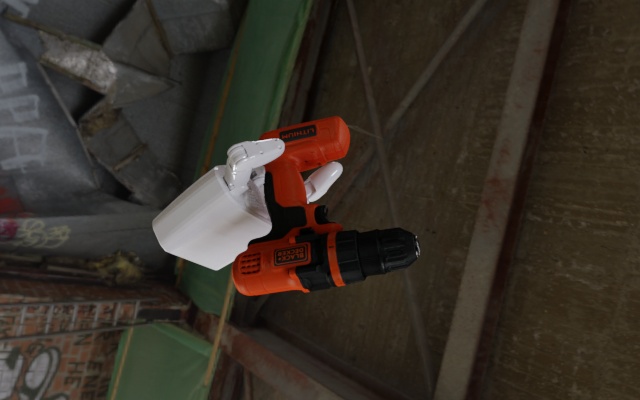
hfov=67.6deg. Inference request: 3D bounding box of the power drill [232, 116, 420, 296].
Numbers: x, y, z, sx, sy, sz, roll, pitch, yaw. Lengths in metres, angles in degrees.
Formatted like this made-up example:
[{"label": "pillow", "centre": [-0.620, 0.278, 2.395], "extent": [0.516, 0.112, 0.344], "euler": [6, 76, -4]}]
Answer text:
[{"label": "power drill", "centre": [0.000, 0.001, 0.497], "extent": [0.184, 0.187, 0.057], "euler": [-10, -35, 11]}]
